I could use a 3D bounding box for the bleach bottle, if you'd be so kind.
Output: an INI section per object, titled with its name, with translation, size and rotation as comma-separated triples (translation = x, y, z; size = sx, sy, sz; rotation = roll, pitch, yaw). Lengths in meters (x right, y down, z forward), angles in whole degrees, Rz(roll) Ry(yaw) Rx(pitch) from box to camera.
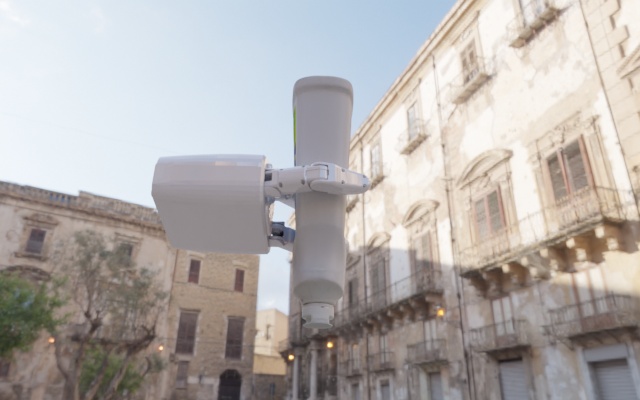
[bleach bottle]
translation = 0.000, 0.002, 0.496
size = 0.068, 0.250, 0.103
rotation = 1, -24, 0
